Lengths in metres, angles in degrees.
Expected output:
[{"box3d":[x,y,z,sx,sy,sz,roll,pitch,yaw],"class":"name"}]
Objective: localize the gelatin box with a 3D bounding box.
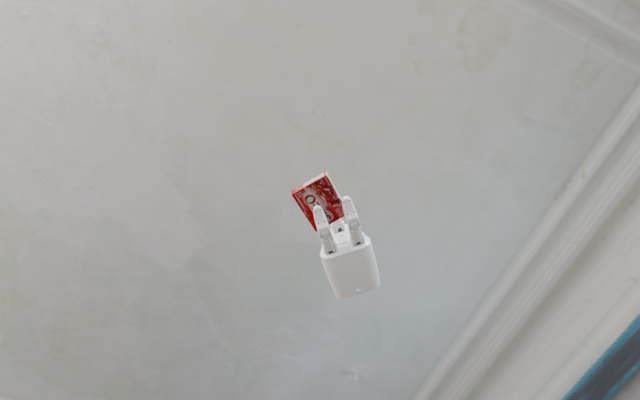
[{"box3d":[0.000,0.002,0.875,0.073,0.089,0.030,-29,20,8],"class":"gelatin box"}]
